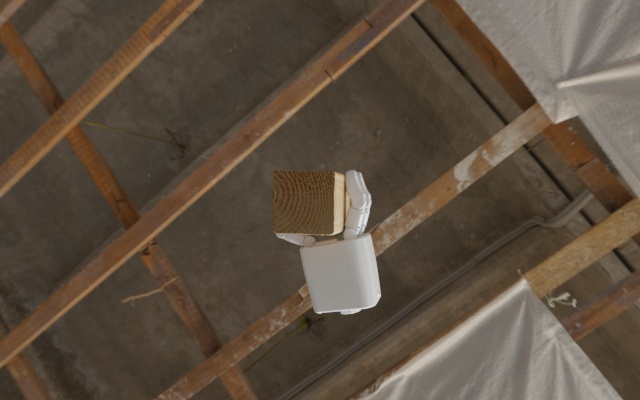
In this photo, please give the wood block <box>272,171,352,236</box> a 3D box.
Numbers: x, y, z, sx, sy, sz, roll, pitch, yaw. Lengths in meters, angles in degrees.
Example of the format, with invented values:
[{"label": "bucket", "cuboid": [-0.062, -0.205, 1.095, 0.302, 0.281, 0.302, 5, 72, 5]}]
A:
[{"label": "wood block", "cuboid": [0.000, 0.003, 0.758, 0.091, 0.090, 0.206, 1, 0, 13]}]
